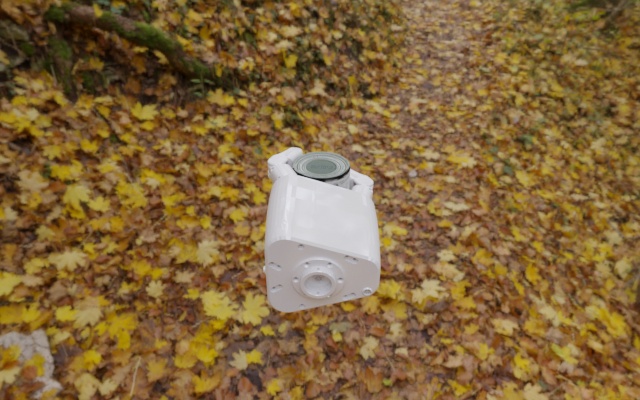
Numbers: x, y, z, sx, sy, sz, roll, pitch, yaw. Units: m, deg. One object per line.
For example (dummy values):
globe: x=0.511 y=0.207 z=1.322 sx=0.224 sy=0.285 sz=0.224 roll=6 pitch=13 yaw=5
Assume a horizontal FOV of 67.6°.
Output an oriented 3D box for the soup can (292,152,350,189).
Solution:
soup can: x=0.000 y=0.001 z=0.567 sx=0.068 sy=0.102 sz=0.068 roll=0 pitch=32 yaw=0
